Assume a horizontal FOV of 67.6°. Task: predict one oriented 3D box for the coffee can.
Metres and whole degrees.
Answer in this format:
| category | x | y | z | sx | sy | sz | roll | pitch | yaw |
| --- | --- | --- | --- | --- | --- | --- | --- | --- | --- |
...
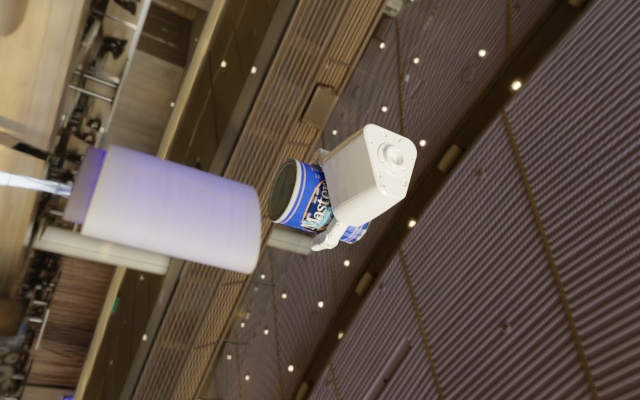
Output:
| category | x | y | z | sx | sy | sz | roll | pitch | yaw |
| --- | --- | --- | --- | --- | --- | --- | --- | --- | --- |
| coffee can | 0.000 | 0.003 | 0.764 | 0.140 | 0.103 | 0.103 | 18 | -8 | -25 |
